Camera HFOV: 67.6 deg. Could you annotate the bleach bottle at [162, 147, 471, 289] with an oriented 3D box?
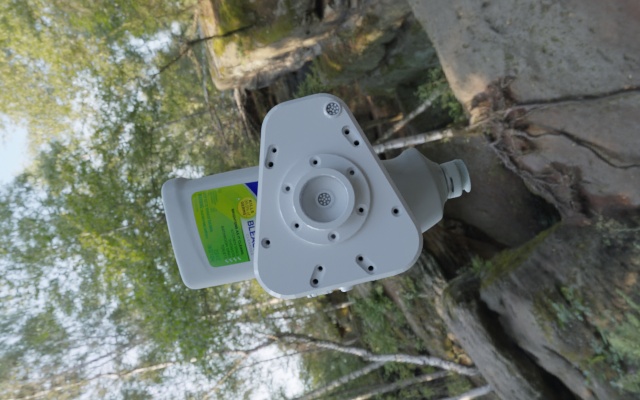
[{"bbox_3d":[0.000,0.001,0.414,0.251,0.102,0.068,-14,-3,3],"label":"bleach bottle"}]
